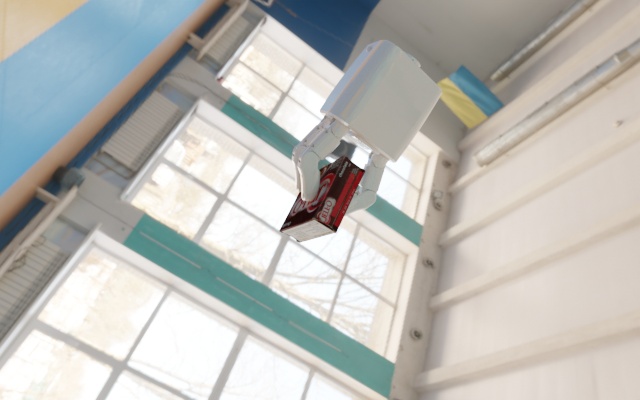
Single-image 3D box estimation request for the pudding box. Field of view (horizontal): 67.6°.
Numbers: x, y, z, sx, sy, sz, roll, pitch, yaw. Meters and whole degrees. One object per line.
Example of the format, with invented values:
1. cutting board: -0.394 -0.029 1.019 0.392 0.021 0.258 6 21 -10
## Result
1. pudding box: 0.000 0.002 0.596 0.039 0.090 0.113 33 -23 -14
